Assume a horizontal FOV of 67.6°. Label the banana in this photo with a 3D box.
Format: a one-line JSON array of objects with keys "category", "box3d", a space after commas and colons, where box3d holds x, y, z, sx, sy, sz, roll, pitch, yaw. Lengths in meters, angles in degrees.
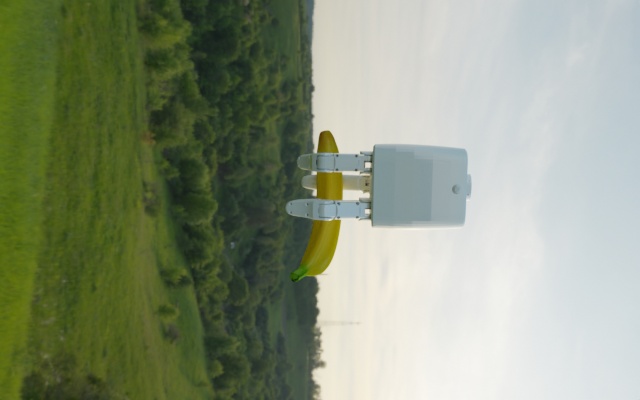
[{"category": "banana", "box3d": [0.005, 0.011, 0.606, 0.037, 0.197, 0.070, 3, -18, 19]}]
